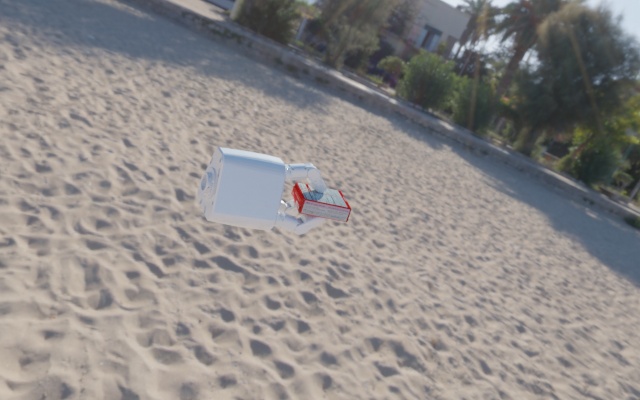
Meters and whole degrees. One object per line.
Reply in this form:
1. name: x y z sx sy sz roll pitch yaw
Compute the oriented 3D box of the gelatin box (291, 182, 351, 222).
1. gelatin box: 0.001 0.002 0.814 0.089 0.030 0.073 11 22 -18
